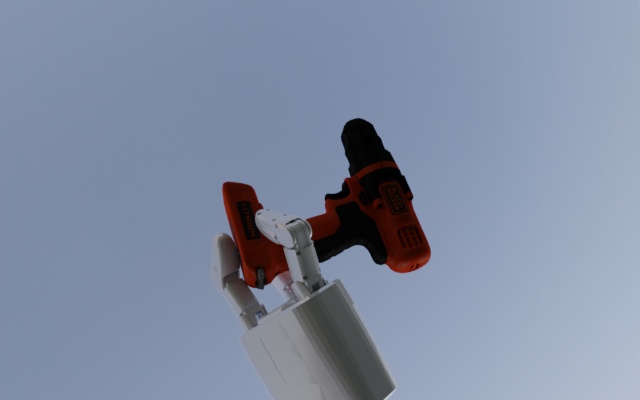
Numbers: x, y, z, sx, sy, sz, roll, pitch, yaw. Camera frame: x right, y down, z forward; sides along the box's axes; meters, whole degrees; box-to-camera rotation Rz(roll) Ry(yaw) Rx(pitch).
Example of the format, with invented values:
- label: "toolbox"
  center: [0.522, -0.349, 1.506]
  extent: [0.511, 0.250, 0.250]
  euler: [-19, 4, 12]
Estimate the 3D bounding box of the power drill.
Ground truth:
- label: "power drill"
  center: [0.000, 0.002, 0.485]
  extent: [0.187, 0.184, 0.057]
  euler: [-13, -29, -13]
